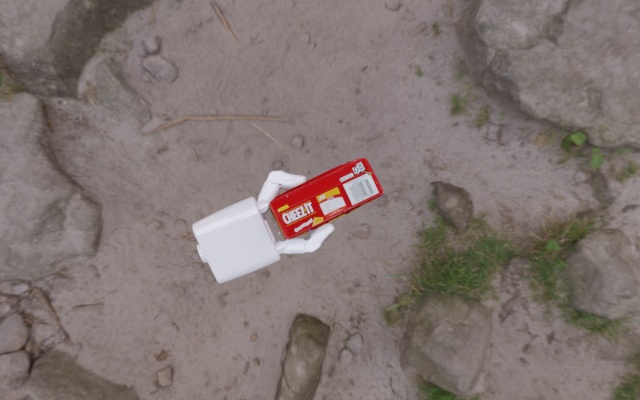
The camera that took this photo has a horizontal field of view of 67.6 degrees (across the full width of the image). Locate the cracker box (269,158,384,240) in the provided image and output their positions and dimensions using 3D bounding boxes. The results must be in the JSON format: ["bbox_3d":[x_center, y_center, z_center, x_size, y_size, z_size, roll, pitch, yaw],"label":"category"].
[{"bbox_3d":[0.000,0.003,0.807,0.164,0.072,0.214,-26,-1,-6],"label":"cracker box"}]
